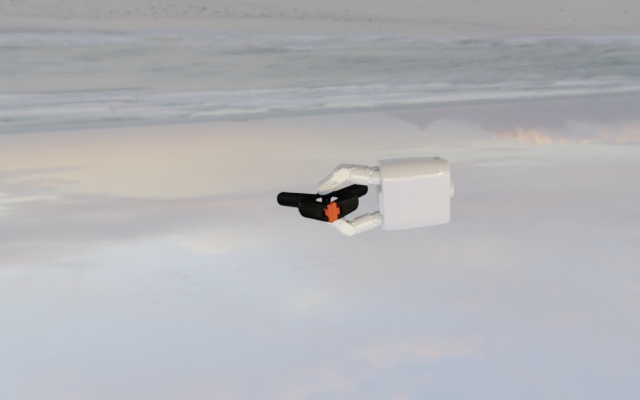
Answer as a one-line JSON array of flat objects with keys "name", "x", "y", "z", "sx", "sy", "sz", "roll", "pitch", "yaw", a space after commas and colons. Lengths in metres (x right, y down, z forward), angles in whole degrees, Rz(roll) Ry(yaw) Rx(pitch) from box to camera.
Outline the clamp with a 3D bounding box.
[{"name": "clamp", "x": 0.000, "y": 0.003, "z": 0.775, "sx": 0.164, "sy": 0.036, "sz": 0.210, "roll": -7, "pitch": 10, "yaw": 4}]
